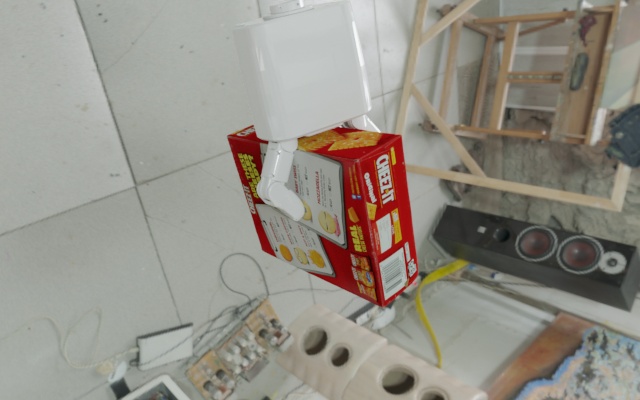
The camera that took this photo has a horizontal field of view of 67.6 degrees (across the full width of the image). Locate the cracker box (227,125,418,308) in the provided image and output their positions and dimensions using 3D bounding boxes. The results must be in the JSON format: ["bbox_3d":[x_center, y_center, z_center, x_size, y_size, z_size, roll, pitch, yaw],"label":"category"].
[{"bbox_3d":[0.000,0.002,0.531,0.072,0.164,0.213,-30,30,-33],"label":"cracker box"}]
